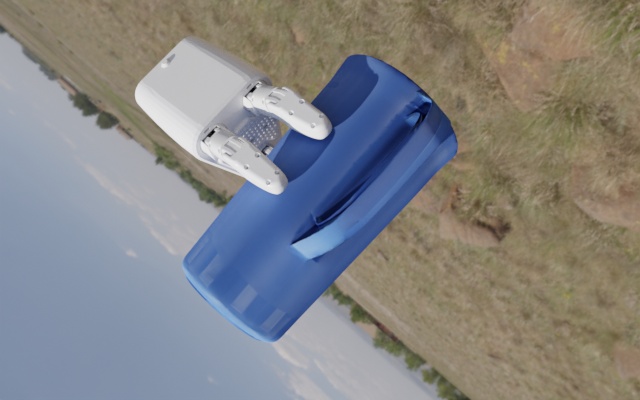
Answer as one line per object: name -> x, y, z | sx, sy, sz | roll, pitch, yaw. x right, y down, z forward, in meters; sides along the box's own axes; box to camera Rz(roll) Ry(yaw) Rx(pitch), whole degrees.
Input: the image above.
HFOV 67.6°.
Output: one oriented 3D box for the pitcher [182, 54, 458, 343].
pitcher -> 0.000, 0.001, 0.415 | 0.145, 0.243, 0.149 | 37, -9, 27
